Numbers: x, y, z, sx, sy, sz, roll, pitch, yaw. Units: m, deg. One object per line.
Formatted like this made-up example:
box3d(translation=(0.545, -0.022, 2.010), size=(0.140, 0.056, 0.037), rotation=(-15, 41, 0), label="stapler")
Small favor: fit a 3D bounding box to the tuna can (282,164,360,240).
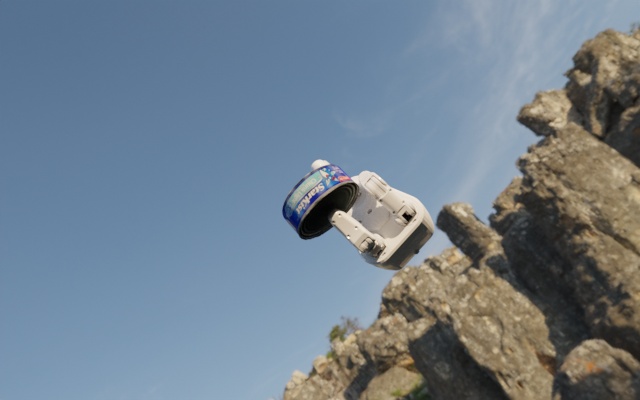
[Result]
box3d(translation=(0.000, 0.001, 0.527), size=(0.033, 0.086, 0.086), rotation=(47, 23, 23), label="tuna can")
